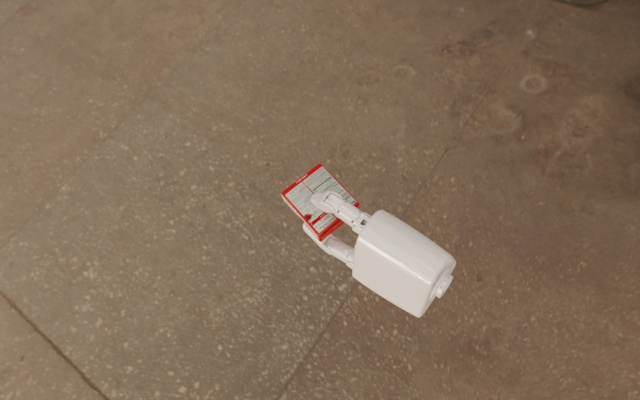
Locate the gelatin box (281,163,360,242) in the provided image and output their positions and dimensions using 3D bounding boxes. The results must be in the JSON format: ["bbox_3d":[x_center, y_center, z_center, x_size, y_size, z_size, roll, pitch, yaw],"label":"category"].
[{"bbox_3d":[0.000,0.002,0.669,0.073,0.089,0.030,-39,-22,-10],"label":"gelatin box"}]
